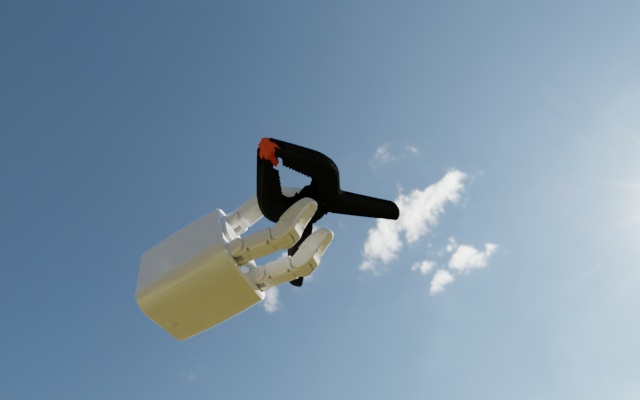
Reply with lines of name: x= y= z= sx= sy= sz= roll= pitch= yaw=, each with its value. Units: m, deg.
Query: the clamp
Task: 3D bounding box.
clamp: x=-0.001 y=0.001 z=0.538 sx=0.164 sy=0.210 sz=0.036 roll=-31 pitch=45 yaw=-3
